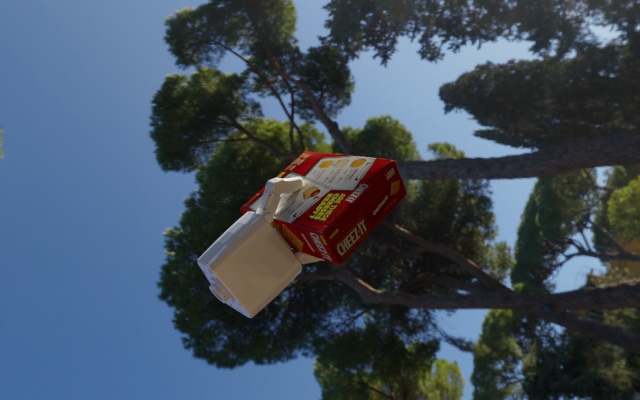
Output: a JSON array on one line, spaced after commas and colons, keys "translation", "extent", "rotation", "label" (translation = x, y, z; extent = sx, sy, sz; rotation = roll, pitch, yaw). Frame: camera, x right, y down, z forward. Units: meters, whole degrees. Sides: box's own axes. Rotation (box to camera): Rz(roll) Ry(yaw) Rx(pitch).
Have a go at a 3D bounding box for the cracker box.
[{"translation": [0.000, 0.002, 0.744], "extent": [0.164, 0.072, 0.213], "rotation": [-44, 33, -25], "label": "cracker box"}]
